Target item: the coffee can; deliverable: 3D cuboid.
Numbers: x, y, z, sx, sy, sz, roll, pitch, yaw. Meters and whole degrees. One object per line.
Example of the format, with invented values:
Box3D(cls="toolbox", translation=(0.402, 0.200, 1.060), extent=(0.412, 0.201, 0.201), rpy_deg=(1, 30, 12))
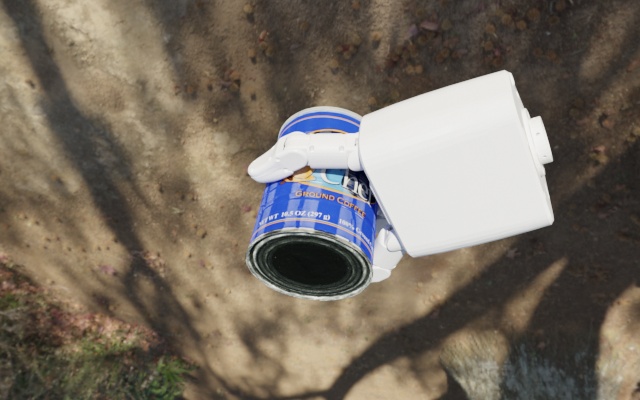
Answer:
Box3D(cls="coffee can", translation=(0.000, 0.001, 0.421), extent=(0.103, 0.140, 0.103), rpy_deg=(6, -39, 5))
